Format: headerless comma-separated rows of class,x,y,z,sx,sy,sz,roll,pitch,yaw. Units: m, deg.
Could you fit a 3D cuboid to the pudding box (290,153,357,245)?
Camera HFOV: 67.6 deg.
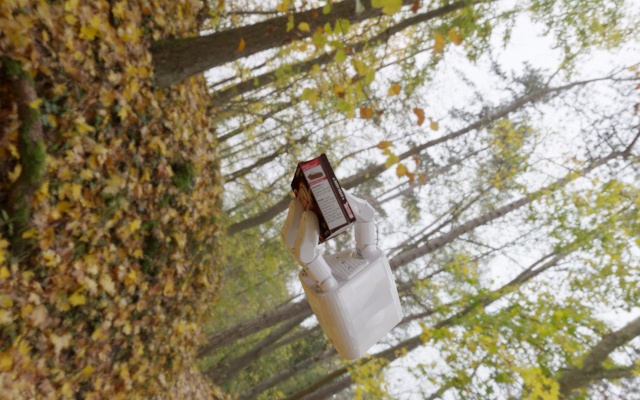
pudding box,0.000,0.002,0.582,0.039,0.090,0.113,-24,-7,-14
